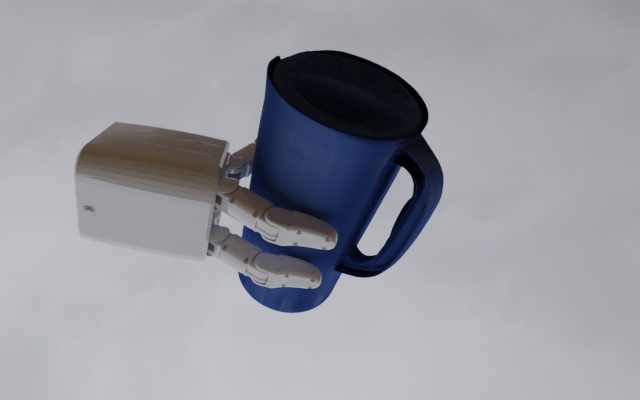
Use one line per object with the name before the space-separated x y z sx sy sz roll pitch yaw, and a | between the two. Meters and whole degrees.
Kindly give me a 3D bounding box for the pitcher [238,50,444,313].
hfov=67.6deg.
pitcher | 0.000 0.001 0.442 0.145 0.243 0.149 10 40 -11
